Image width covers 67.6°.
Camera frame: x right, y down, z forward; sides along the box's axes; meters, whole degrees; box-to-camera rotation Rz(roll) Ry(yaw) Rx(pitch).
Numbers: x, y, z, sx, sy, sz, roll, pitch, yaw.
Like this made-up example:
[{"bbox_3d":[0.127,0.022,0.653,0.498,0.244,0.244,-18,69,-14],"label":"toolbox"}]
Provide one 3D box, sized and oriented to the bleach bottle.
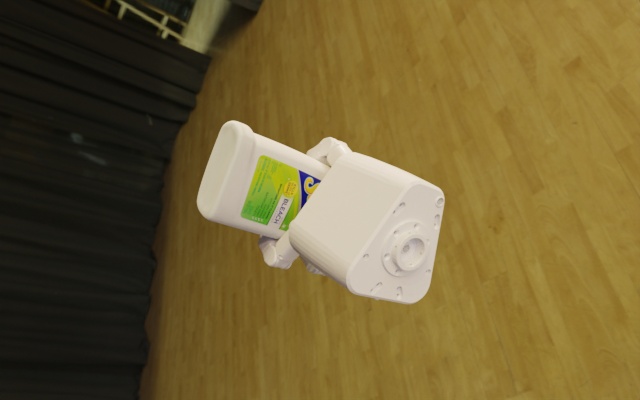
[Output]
[{"bbox_3d":[0.000,0.002,0.527,0.251,0.102,0.068,17,9,-32],"label":"bleach bottle"}]
